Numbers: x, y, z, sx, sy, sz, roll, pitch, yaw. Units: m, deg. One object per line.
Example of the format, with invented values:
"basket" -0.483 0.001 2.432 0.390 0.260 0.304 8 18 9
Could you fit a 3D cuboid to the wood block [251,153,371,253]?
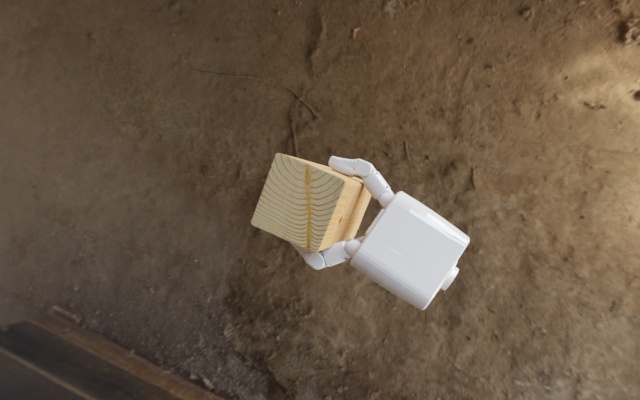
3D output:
"wood block" 0.001 0.002 0.634 0.090 0.091 0.206 23 6 14
